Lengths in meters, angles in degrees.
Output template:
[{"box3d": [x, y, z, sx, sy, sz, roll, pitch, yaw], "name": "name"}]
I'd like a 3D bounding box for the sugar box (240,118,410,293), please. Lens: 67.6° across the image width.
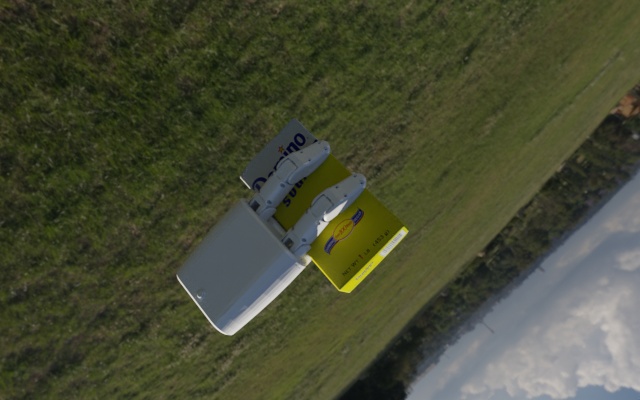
[{"box3d": [0.000, 0.002, 0.509, 0.176, 0.093, 0.048, 45, 4, 21], "name": "sugar box"}]
